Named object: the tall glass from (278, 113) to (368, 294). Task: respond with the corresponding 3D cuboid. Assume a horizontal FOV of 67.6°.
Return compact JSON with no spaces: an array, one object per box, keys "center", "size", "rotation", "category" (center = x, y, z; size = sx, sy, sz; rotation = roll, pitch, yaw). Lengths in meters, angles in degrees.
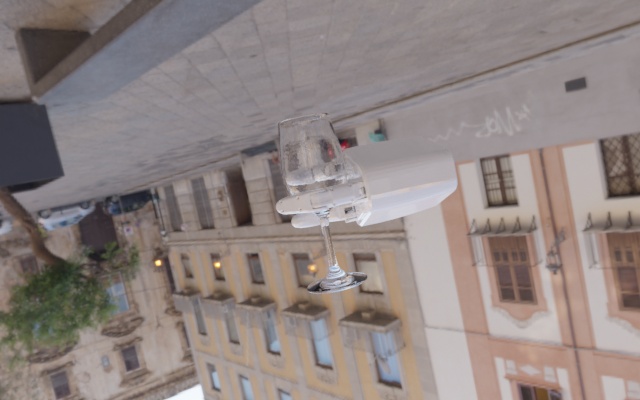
[{"center":[0.000,0.003,0.565],"size":[0.079,0.201,0.079],"rotation":[-12,4,1],"category":"tall glass"}]
